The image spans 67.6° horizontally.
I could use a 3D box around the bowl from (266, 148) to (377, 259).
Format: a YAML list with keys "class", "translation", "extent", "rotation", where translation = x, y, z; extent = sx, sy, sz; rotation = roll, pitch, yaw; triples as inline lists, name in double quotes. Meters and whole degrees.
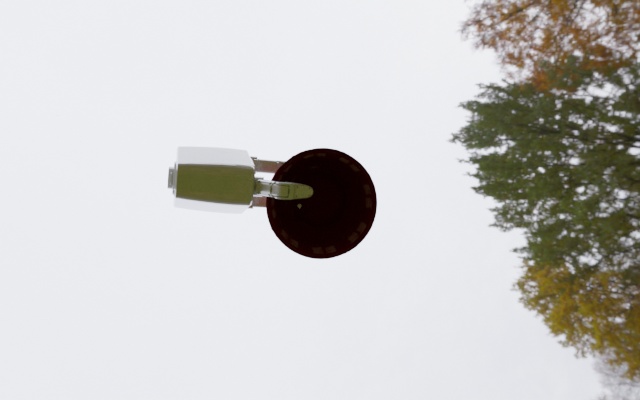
- class: "bowl"
  translation: [0.001, 0.003, 0.711]
  extent: [0.162, 0.162, 0.055]
  rotation: [0, 7, -5]
